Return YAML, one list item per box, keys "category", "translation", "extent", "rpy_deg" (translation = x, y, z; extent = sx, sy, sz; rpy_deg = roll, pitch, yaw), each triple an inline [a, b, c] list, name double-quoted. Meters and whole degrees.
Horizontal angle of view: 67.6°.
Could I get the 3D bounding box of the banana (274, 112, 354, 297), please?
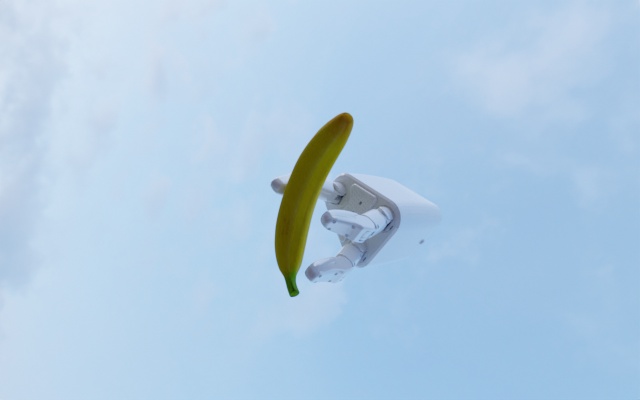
- category: "banana"
  translation: [-0.013, -0.001, 0.508]
  extent: [0.037, 0.198, 0.069]
  rpy_deg: [5, 16, -42]
